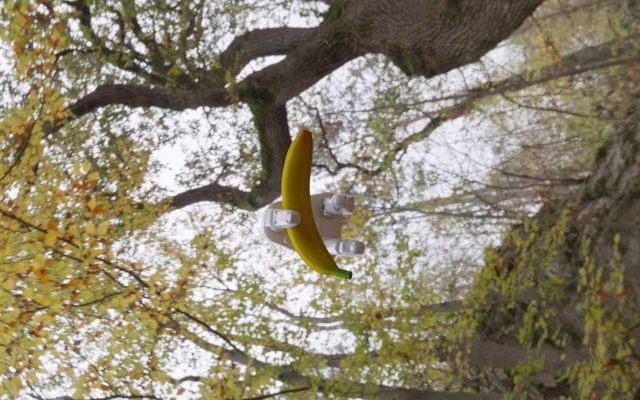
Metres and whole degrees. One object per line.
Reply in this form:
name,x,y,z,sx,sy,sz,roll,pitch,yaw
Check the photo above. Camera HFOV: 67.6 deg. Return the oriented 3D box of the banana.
banana,-0.016,0.011,0.607,0.069,0.198,0.037,-19,-7,15
